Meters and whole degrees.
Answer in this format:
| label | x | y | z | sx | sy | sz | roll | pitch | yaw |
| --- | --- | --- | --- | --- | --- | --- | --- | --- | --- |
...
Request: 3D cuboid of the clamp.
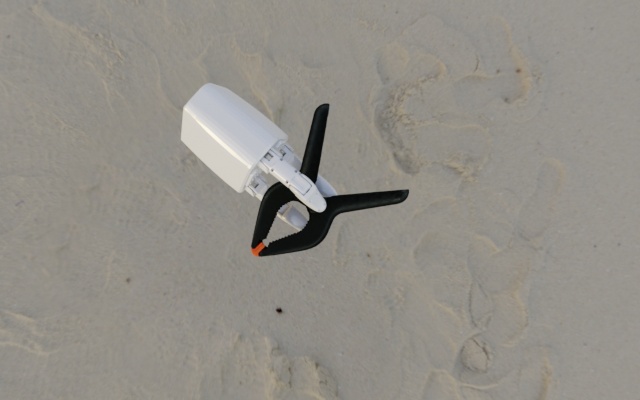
| label | x | y | z | sx | sy | sz | roll | pitch | yaw |
| --- | --- | --- | --- | --- | --- | --- | --- | --- | --- |
| clamp | 0.000 | 0.002 | 0.607 | 0.164 | 0.210 | 0.036 | 40 | -8 | 0 |
